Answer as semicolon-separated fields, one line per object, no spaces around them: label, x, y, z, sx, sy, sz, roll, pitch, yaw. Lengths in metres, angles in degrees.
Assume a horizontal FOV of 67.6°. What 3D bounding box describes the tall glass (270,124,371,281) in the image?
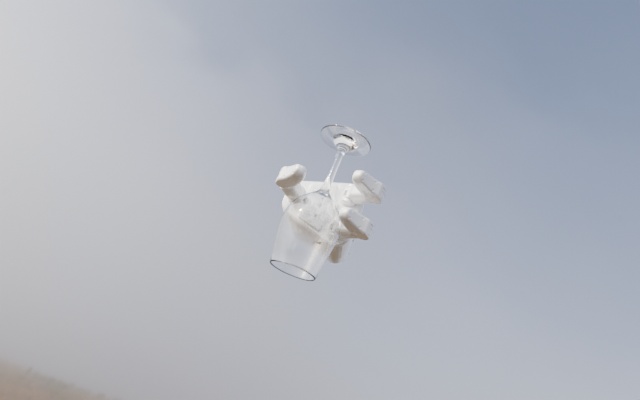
tall glass;0.000;0.001;0.631;0.079;0.201;0.079;19;-21;8
